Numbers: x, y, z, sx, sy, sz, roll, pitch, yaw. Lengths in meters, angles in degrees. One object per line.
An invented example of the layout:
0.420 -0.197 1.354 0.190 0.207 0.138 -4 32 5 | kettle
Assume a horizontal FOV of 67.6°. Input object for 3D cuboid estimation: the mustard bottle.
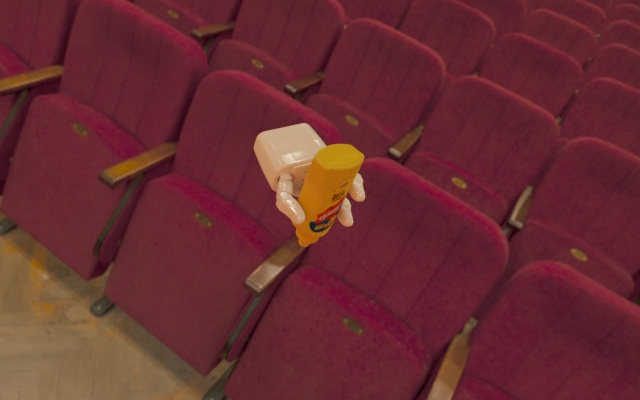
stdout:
0.000 0.003 0.772 0.058 0.192 0.096 40 39 21 | mustard bottle
